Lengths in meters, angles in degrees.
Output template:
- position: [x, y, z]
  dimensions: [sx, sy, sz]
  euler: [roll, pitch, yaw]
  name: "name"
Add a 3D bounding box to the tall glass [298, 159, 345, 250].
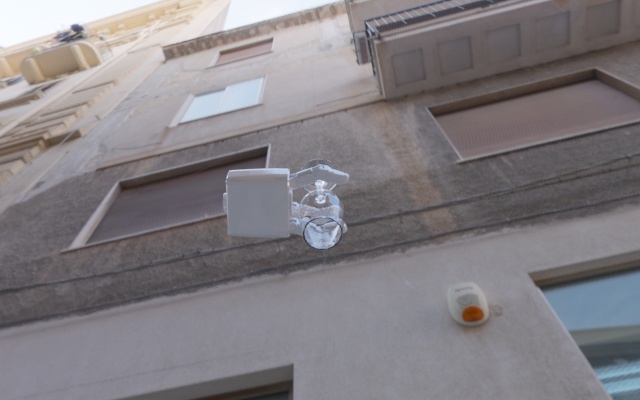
- position: [0.000, 0.002, 0.827]
  dimensions: [0.079, 0.079, 0.201]
  euler: [0, 30, -3]
  name: "tall glass"
